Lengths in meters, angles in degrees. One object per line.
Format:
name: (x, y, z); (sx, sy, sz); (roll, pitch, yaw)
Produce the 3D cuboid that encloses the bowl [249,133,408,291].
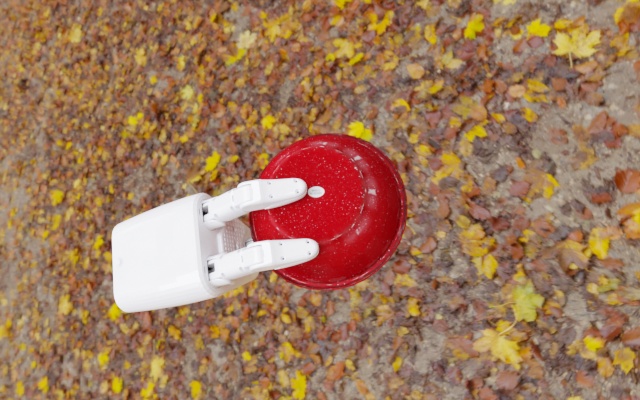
bowl: (0.001, 0.001, 0.451); (0.162, 0.162, 0.055); (0, -15, 12)
